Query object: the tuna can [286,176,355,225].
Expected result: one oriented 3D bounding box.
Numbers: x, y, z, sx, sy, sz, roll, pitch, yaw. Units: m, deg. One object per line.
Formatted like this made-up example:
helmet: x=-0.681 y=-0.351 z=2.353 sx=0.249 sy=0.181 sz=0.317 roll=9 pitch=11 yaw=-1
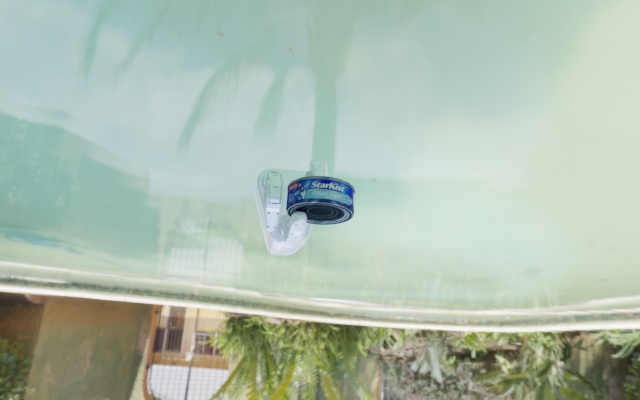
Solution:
tuna can: x=0.000 y=0.002 z=0.595 sx=0.086 sy=0.033 sz=0.086 roll=3 pitch=-21 yaw=1
